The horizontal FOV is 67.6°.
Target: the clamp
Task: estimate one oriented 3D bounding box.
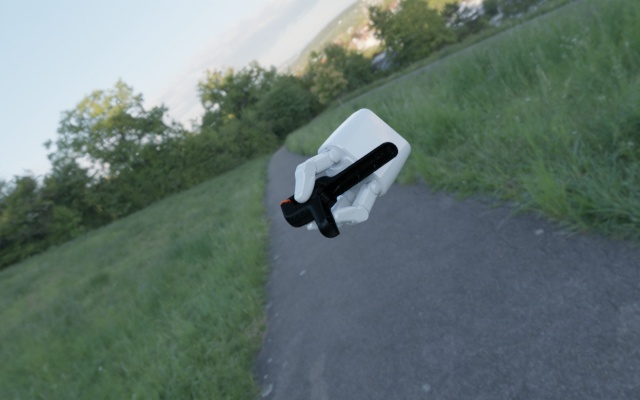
[{"bbox_3d":[-0.001,0.002,0.662,0.210,0.036,0.164,-21,26,50],"label":"clamp"}]
